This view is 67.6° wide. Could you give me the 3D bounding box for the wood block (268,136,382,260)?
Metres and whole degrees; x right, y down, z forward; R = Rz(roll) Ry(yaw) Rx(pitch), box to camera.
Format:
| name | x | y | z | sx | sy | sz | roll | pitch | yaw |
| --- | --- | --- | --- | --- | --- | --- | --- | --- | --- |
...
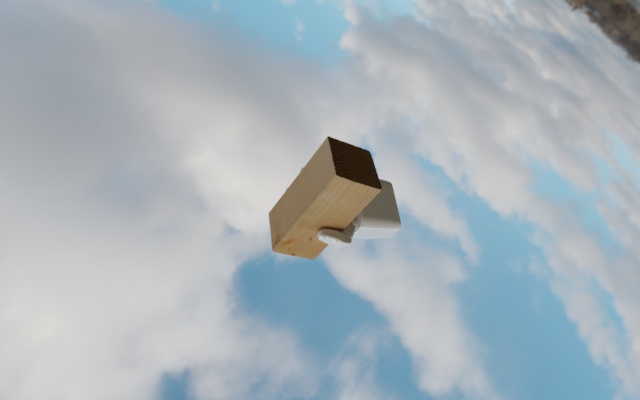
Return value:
| name | x | y | z | sx | sy | sz | roll | pitch | yaw |
| --- | --- | --- | --- | --- | --- | --- | --- | --- | --- |
| wood block | 0.000 | 0.003 | 0.811 | 0.090 | 0.090 | 0.206 | 16 | -47 | -29 |
